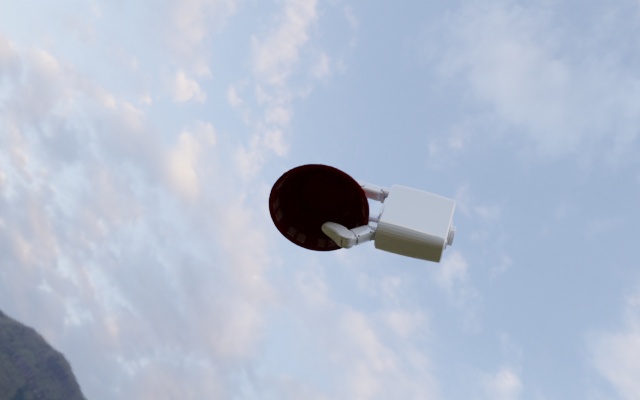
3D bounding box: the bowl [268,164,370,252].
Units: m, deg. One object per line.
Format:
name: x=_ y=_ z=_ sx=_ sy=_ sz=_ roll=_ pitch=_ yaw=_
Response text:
bowl: x=-0.001 y=0.002 z=0.771 sx=0.162 sy=0.162 sz=0.055 roll=0 pitch=31 yaw=9
